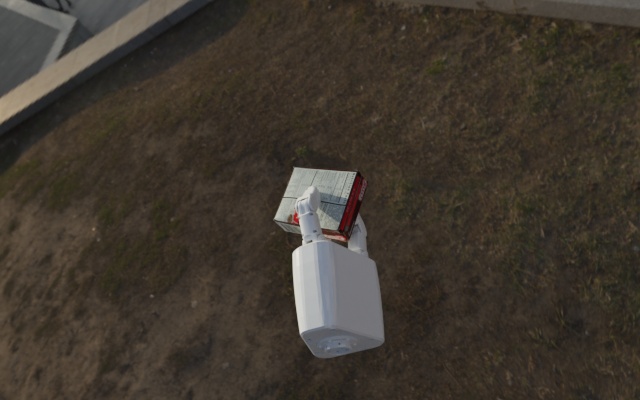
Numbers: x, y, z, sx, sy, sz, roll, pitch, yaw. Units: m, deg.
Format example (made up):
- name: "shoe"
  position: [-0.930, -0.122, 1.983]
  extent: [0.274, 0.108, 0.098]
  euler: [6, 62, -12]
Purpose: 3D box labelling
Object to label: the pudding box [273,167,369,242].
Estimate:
- name: "pudding box"
  position: [0.000, 0.002, 0.652]
  extent: [0.113, 0.090, 0.039]
  euler: [8, -22, 34]
